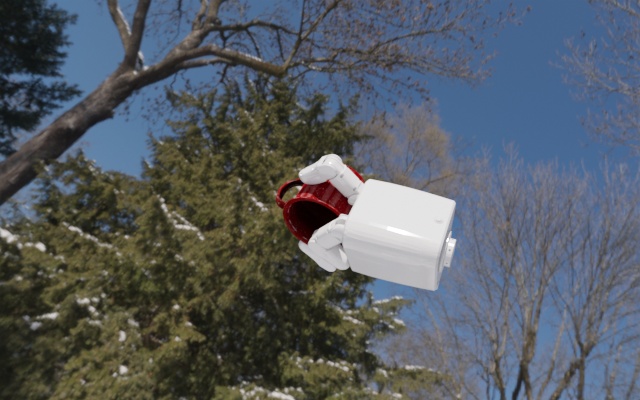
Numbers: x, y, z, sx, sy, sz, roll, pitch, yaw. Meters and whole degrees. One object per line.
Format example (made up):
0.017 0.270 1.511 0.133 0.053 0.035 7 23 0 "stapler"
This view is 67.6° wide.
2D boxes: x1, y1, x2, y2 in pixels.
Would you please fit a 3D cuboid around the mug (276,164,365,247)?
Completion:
-0.001 0.002 0.617 0.117 0.093 0.081 15 48 19 "mug"
